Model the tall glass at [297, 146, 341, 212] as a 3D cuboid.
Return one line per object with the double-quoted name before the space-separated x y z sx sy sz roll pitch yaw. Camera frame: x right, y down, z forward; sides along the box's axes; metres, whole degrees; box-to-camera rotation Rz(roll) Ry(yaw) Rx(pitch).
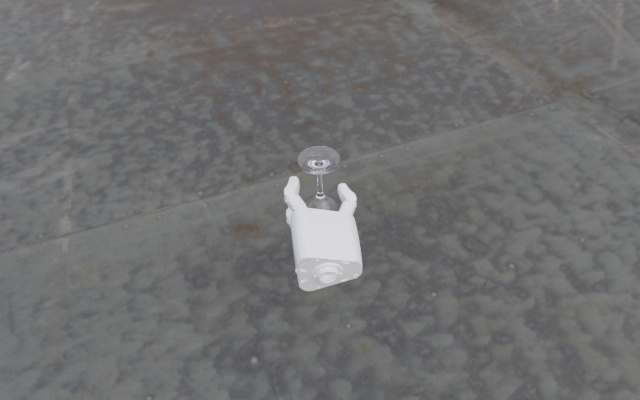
"tall glass" 0.000 0.002 0.874 0.079 0.201 0.079 -1 44 1
